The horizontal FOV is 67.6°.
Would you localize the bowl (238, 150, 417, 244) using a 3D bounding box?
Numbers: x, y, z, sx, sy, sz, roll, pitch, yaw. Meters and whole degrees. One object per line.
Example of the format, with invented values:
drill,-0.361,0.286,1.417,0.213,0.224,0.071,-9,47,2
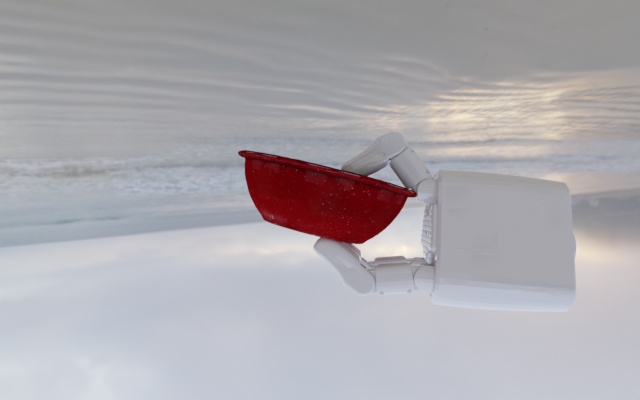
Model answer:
bowl,-0.001,0.002,0.425,0.162,0.055,0.162,14,0,0
